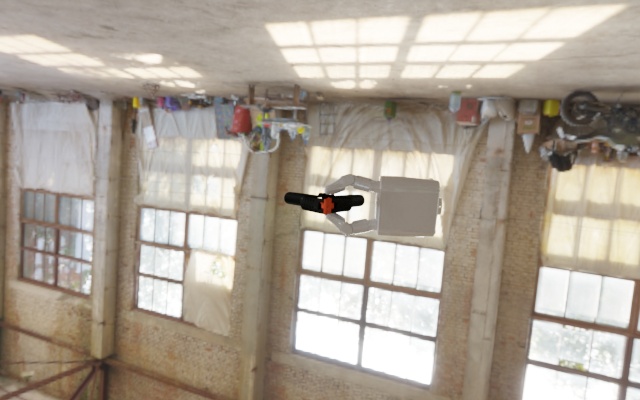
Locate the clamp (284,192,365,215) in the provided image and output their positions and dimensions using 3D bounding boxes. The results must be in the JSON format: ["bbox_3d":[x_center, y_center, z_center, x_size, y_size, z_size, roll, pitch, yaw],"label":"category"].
[{"bbox_3d":[0.000,0.004,0.896,0.164,0.036,0.210,1,4,6],"label":"clamp"}]
